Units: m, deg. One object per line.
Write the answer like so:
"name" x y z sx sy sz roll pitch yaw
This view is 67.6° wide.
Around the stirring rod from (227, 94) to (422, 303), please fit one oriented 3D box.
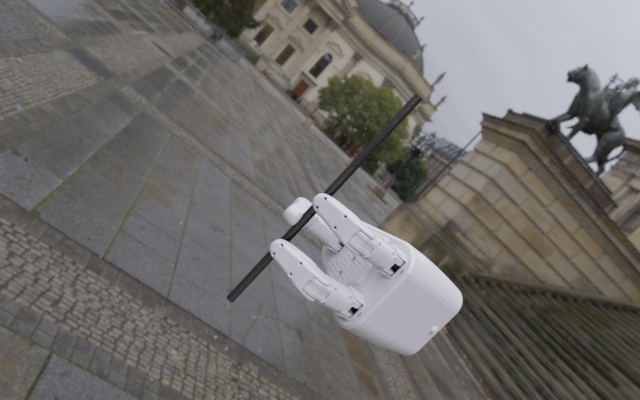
"stirring rod" 0.000 0.001 0.412 0.011 0.239 0.011 42 8 -7
